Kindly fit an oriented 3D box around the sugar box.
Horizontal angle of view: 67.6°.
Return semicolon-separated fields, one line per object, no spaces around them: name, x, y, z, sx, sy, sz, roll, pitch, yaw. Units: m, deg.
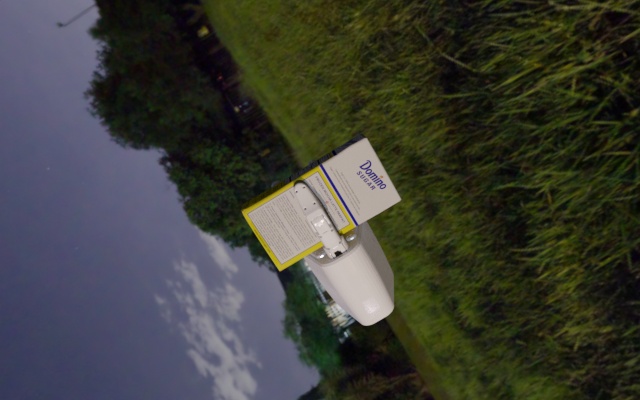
sugar box;0.000;0.002;0.594;0.176;0.093;0.048;-31;16;1
